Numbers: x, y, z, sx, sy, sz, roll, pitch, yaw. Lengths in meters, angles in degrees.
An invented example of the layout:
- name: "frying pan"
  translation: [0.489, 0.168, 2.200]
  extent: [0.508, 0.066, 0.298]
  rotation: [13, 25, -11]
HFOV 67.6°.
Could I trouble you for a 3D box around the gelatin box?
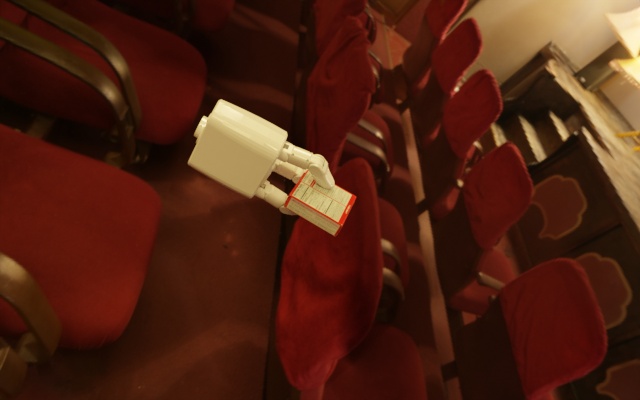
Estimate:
- name: "gelatin box"
  translation: [0.001, 0.002, 0.706]
  extent: [0.089, 0.030, 0.073]
  rotation: [29, 41, 1]
